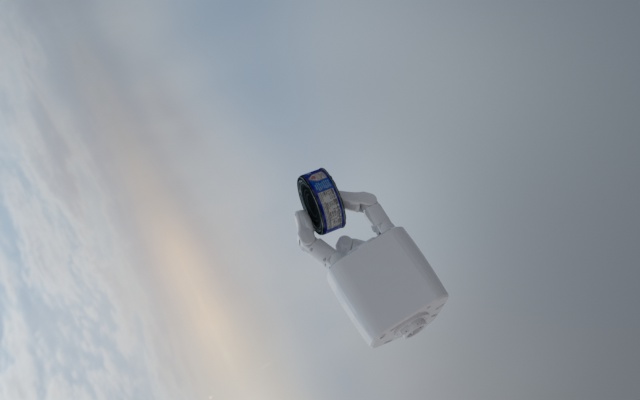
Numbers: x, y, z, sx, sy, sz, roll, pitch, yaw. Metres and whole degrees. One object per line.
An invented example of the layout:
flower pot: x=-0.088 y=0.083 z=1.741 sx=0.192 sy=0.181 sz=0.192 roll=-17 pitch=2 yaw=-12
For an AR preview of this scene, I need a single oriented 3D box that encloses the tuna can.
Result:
tuna can: x=0.000 y=0.002 z=0.633 sx=0.034 sy=0.086 sz=0.086 roll=-21 pitch=5 yaw=-15
